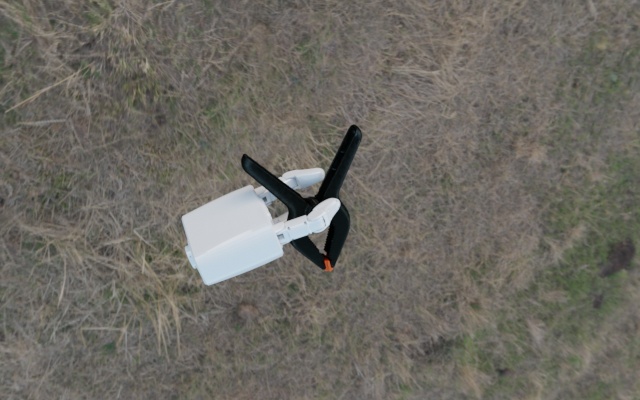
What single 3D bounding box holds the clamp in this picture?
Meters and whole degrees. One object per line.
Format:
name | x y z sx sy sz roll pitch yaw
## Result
clamp | 0.000 0.003 0.664 0.164 0.210 0.036 -22 28 -7
